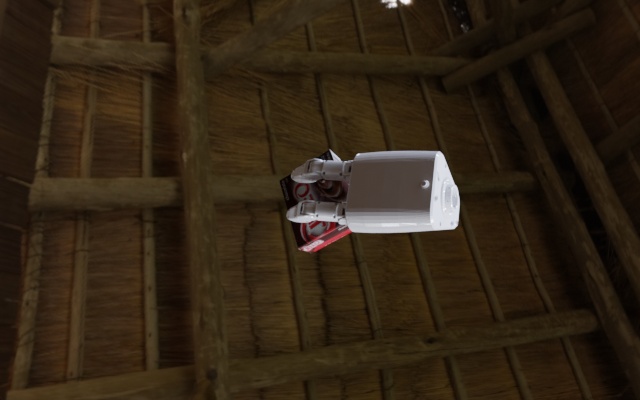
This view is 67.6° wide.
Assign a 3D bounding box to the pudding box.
[{"bbox_3d":[0.000,0.002,0.644,0.090,0.113,0.039,-30,-33,21],"label":"pudding box"}]
